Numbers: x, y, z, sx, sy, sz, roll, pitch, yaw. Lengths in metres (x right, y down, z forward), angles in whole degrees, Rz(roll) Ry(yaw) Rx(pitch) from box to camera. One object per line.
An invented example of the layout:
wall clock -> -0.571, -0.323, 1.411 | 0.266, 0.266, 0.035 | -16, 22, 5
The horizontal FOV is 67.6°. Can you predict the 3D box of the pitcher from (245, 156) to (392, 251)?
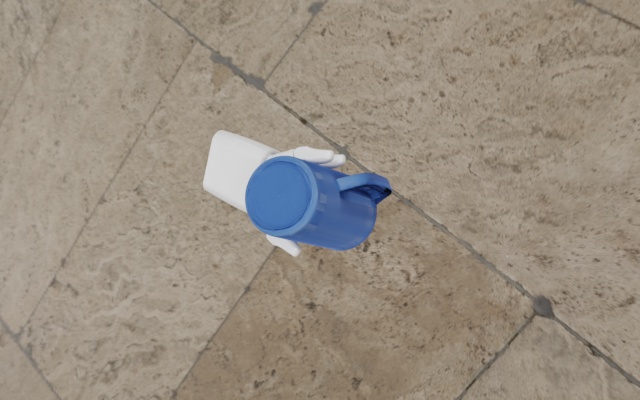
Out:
pitcher -> 0.000, 0.002, 0.719 | 0.145, 0.149, 0.243 | 25, 3, 23
